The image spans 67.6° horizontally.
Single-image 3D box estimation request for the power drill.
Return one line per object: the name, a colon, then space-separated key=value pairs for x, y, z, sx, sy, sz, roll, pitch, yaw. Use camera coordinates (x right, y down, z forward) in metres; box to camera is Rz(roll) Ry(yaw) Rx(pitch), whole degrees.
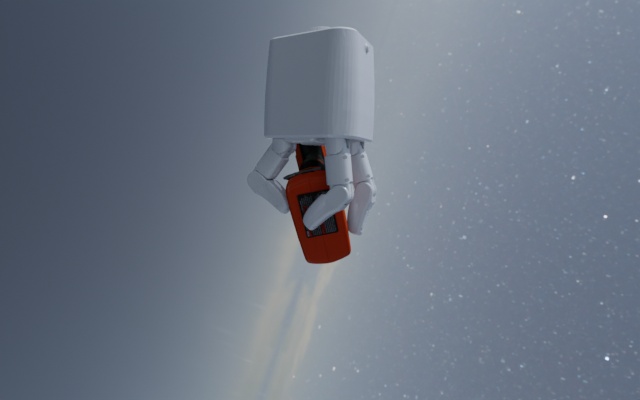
power drill: x=0.000 y=0.002 z=0.592 sx=0.057 sy=0.184 sz=0.187 roll=-14 pitch=21 yaw=3
